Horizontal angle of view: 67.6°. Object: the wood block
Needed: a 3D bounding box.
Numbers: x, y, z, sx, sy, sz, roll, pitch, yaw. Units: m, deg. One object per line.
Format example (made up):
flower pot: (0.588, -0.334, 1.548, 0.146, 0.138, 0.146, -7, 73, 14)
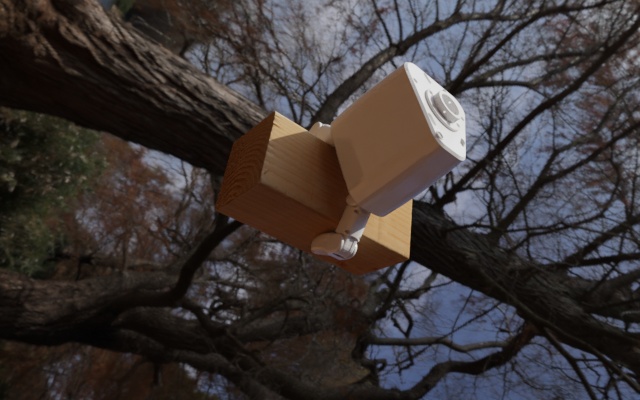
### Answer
wood block: (0.000, 0.002, 0.539, 0.206, 0.090, 0.090, 28, -35, -30)
